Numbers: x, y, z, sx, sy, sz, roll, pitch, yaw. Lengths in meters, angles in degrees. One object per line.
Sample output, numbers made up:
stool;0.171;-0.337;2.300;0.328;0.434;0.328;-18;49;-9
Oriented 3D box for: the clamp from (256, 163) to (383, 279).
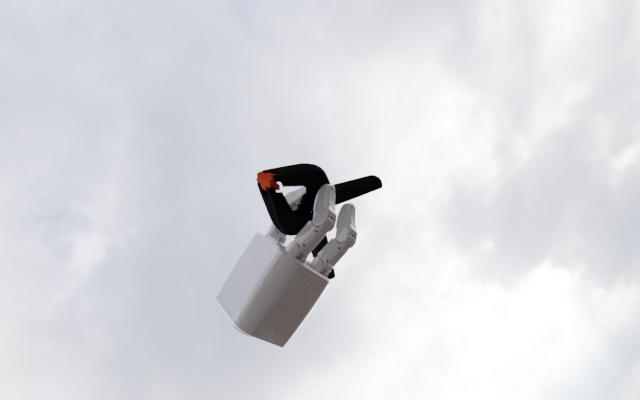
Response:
clamp;-0.001;0.002;0.625;0.036;0.164;0.210;25;-10;41
